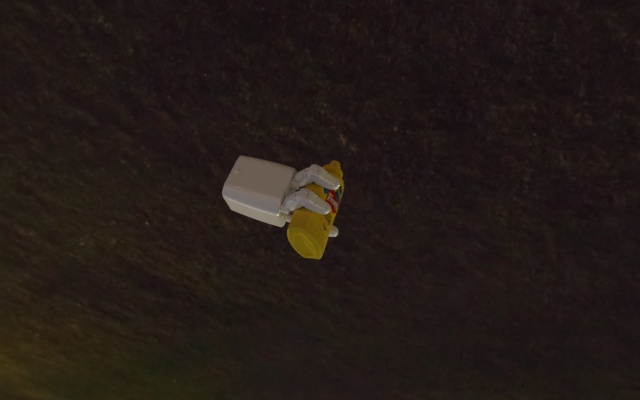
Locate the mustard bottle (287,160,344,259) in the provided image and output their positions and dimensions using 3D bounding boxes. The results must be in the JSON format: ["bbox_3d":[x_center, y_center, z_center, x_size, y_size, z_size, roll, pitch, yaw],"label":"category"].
[{"bbox_3d":[0.000,0.003,0.861,0.058,0.191,0.096,2,-38,26],"label":"mustard bottle"}]
